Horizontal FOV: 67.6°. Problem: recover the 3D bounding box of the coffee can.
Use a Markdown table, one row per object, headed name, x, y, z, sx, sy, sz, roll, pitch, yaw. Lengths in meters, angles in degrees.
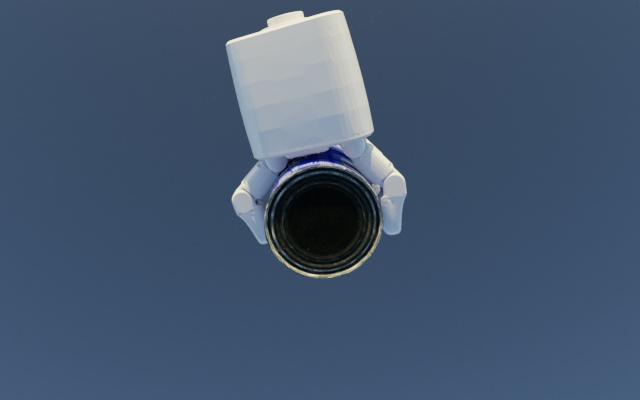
| name | x | y | z | sx | sy | sz | roll | pitch | yaw |
| --- | --- | --- | --- | --- | --- | --- | --- | --- | --- |
| coffee can | 0.000 | 0.002 | 0.473 | 0.103 | 0.103 | 0.140 | 0 | 15 | -3 |
